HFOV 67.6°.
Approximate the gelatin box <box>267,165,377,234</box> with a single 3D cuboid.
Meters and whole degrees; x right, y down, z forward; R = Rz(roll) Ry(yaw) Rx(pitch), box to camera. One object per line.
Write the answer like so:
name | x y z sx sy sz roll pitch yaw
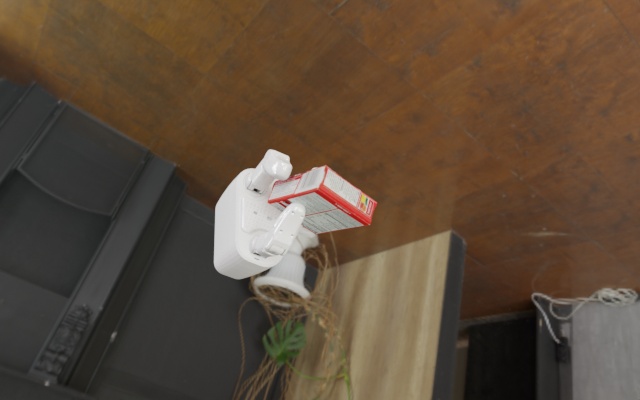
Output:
gelatin box | 0.000 0.002 0.488 0.073 0.030 0.089 34 -29 -30
